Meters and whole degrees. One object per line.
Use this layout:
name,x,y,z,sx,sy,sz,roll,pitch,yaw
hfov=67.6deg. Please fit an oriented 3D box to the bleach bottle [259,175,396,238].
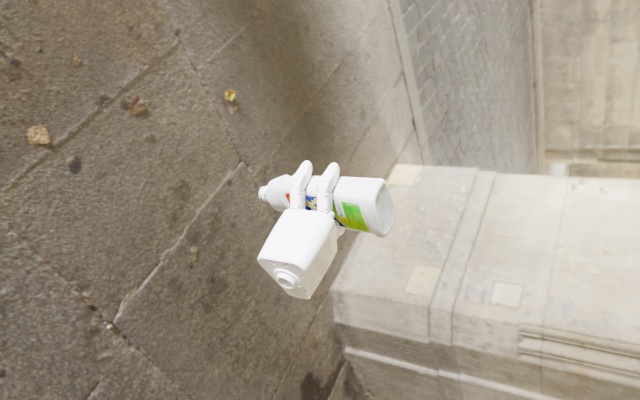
bleach bottle,0.000,0.003,0.849,0.251,0.103,0.068,5,46,31
